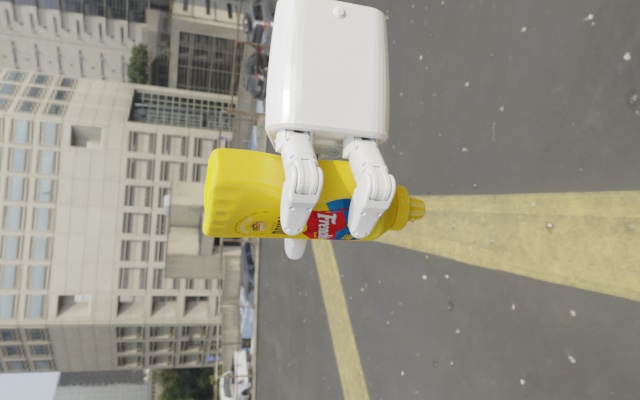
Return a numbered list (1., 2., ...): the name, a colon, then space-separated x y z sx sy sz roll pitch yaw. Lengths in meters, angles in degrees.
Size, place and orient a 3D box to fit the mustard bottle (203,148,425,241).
1. mustard bottle: 0.000 0.002 0.409 0.191 0.058 0.096 4 -31 -16
